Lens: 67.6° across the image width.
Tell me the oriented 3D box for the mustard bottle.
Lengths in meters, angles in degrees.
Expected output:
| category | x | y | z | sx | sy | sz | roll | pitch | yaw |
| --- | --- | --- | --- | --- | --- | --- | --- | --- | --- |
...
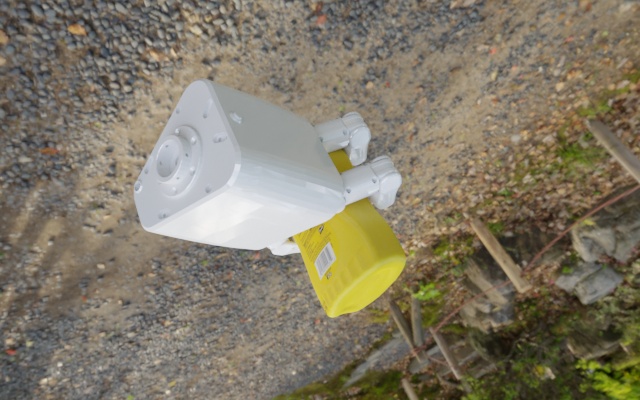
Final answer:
| category | x | y | z | sx | sy | sz | roll | pitch | yaw |
| --- | --- | --- | --- | --- | --- | --- | --- | --- | --- |
| mustard bottle | 0.000 | 0.002 | 0.438 | 0.058 | 0.191 | 0.096 | -7 | -35 | -32 |
